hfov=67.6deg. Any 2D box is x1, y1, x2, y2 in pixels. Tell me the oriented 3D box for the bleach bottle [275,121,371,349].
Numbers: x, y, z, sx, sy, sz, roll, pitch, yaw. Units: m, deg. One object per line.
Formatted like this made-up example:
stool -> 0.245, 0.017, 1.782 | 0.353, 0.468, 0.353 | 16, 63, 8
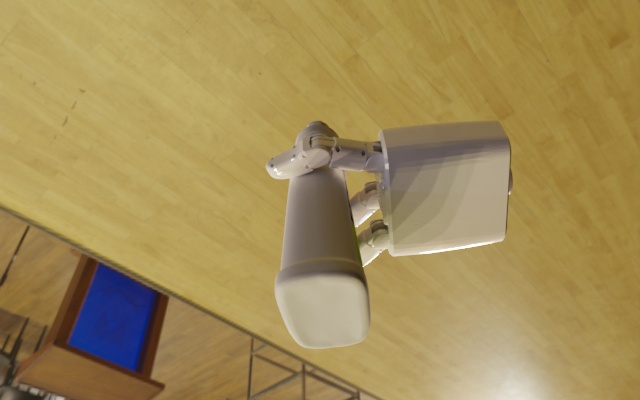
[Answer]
bleach bottle -> 0.000, 0.002, 0.445 | 0.068, 0.103, 0.250 | -7, 44, 4
